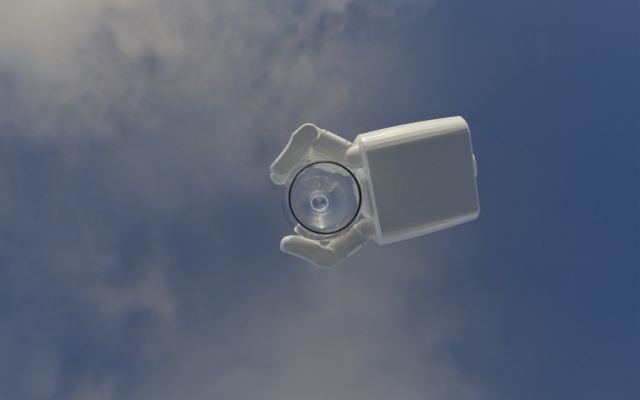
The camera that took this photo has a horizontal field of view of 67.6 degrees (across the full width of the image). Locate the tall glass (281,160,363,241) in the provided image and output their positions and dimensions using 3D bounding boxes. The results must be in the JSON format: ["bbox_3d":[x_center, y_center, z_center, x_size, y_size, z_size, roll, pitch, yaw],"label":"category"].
[{"bbox_3d":[0.000,0.002,0.496,0.079,0.079,0.201,0,-2,-2],"label":"tall glass"}]
